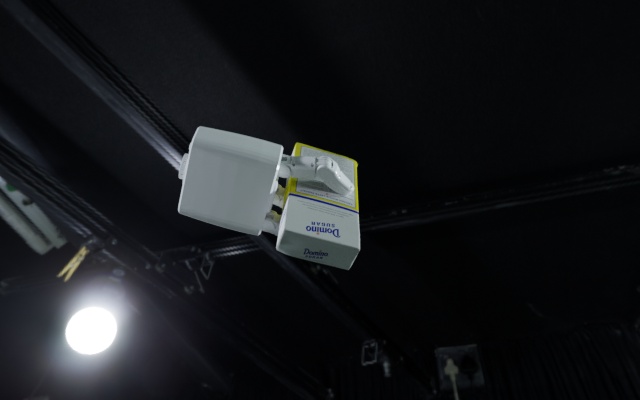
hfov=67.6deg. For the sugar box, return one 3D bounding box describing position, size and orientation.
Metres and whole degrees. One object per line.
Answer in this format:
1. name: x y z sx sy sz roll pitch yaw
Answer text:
1. sugar box: 0.000 0.002 0.610 0.093 0.048 0.176 16 41 -9
